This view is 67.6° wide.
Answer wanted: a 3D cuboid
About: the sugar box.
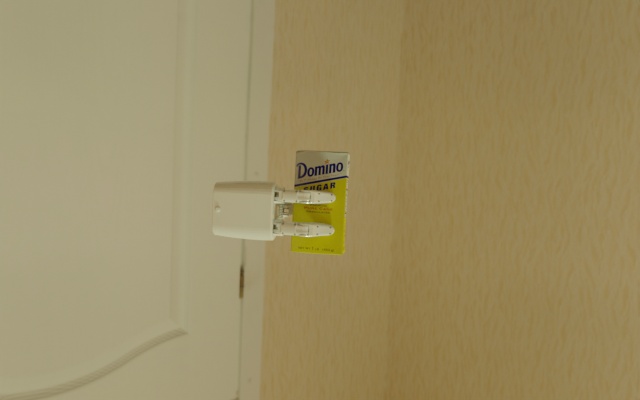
[{"bbox_3d":[0.000,0.003,0.829,0.093,0.176,0.048,2,3,7],"label":"sugar box"}]
